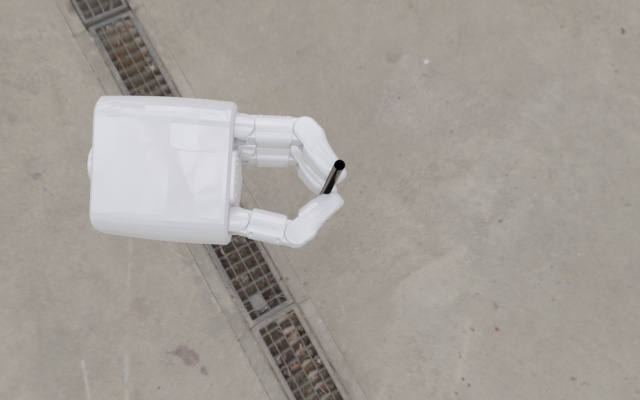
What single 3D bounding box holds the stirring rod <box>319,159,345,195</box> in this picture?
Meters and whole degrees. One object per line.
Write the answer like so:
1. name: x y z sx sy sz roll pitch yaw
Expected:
1. stirring rod: 0.000 0.002 0.448 0.011 0.011 0.239 0 -13 -6
